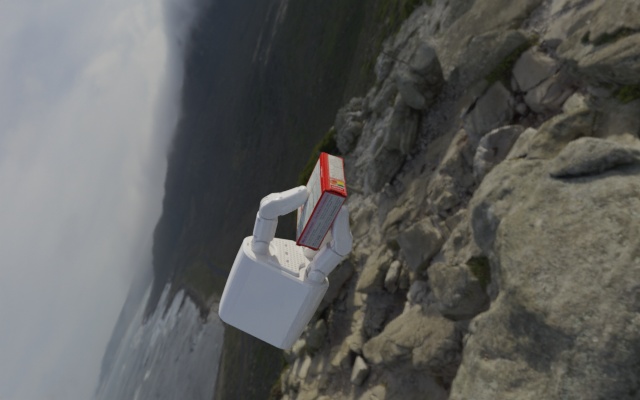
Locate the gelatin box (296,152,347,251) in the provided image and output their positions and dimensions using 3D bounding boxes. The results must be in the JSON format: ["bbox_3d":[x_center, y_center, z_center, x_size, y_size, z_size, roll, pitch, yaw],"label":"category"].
[{"bbox_3d":[0.000,0.001,0.550,0.030,0.089,0.073,16,36,-14],"label":"gelatin box"}]
